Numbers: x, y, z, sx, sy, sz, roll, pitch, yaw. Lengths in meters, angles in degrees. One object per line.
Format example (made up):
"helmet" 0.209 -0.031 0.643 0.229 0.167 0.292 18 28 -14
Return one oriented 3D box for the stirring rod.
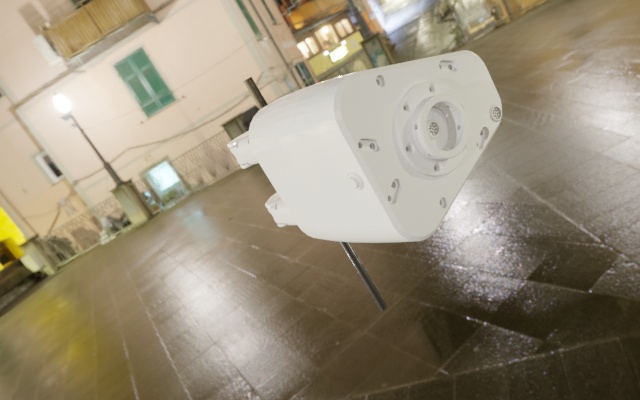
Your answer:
"stirring rod" 0.000 0.001 0.419 0.011 0.239 0.011 -28 15 8
